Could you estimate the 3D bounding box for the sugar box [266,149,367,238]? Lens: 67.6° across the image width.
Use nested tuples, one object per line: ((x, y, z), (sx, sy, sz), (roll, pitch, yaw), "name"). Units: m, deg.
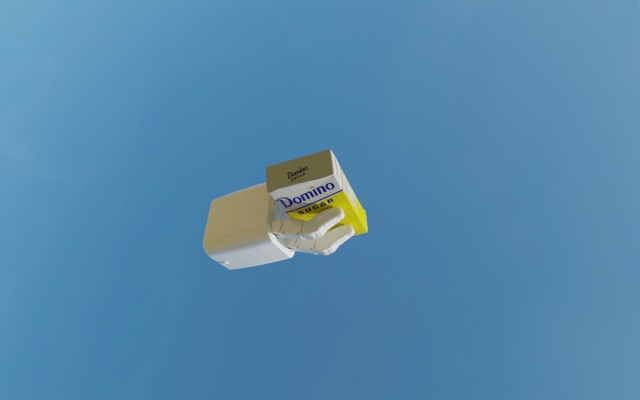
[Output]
((0.000, 0.003, 0.672), (0.093, 0.048, 0.176), (-15, -29, 14), "sugar box")
